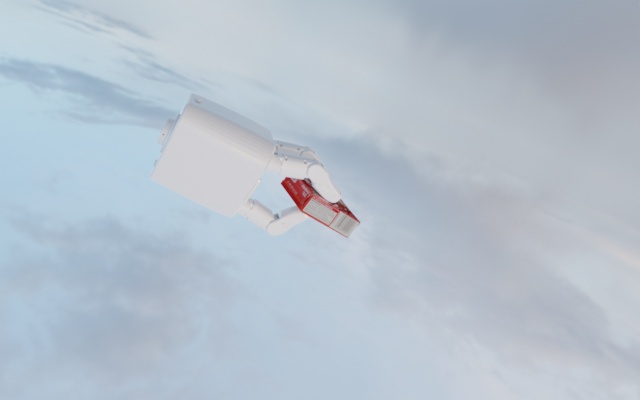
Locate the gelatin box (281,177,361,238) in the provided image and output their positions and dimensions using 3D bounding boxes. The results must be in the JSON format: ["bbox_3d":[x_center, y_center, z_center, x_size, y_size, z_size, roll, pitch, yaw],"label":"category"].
[{"bbox_3d":[0.000,0.002,0.607,0.089,0.030,0.073,32,12,-35],"label":"gelatin box"}]
